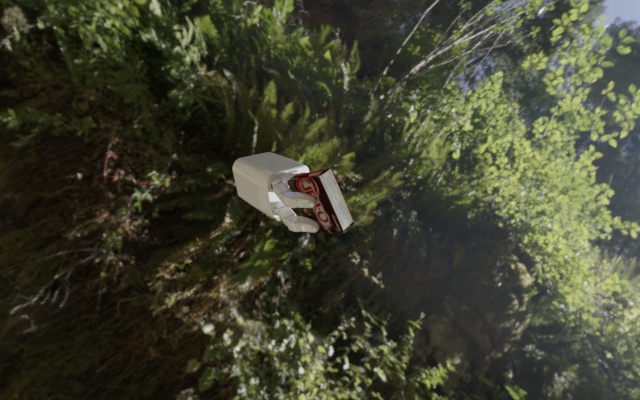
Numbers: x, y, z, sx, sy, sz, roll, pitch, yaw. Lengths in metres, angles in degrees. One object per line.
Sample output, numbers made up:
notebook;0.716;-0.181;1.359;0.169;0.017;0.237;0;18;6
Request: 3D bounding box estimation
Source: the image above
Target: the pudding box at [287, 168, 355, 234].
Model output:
pudding box;0.000;0.003;0.845;0.039;0.113;0.090;-37;19;-34
